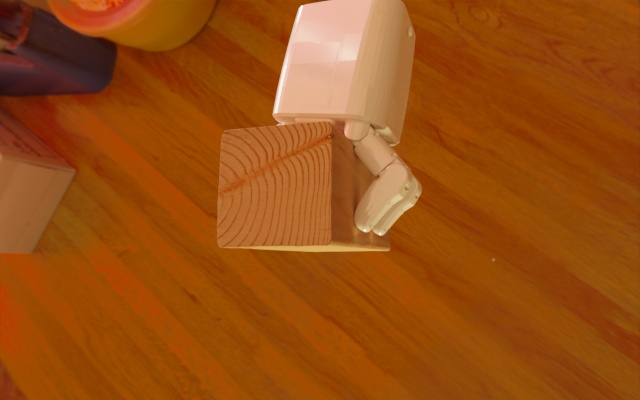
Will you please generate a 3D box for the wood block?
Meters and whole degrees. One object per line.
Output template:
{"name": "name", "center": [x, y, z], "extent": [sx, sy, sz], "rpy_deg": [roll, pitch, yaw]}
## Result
{"name": "wood block", "center": [0.000, 0.001, 0.437], "extent": [0.091, 0.090, 0.206], "rpy_deg": [-2, -7, 20]}
